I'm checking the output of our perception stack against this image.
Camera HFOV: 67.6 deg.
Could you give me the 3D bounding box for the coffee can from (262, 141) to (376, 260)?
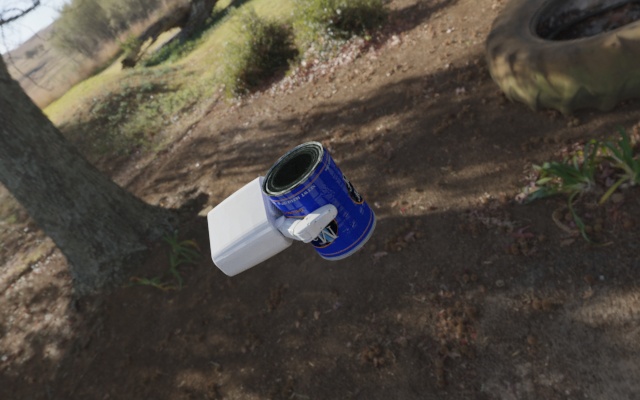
[{"bbox_3d":[0.000,0.002,0.676,0.103,0.102,0.140,0,-42,48],"label":"coffee can"}]
